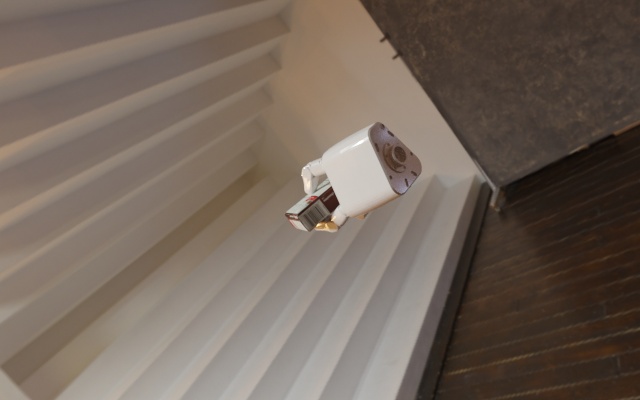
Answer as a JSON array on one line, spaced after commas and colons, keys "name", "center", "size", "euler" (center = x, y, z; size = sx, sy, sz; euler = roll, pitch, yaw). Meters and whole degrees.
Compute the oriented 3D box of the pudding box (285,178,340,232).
[{"name": "pudding box", "center": [0.000, 0.003, 0.814], "size": [0.113, 0.039, 0.090], "euler": [-38, 10, -13]}]
